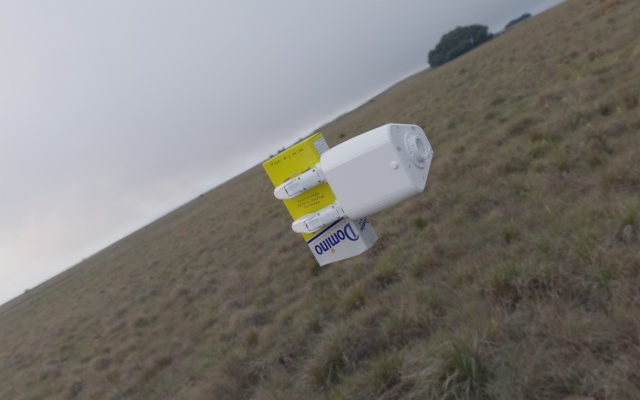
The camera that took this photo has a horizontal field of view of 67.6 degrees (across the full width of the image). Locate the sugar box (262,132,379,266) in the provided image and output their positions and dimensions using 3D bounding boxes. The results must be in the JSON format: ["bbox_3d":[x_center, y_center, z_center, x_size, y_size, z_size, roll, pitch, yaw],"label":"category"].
[{"bbox_3d":[0.000,0.002,0.683,0.093,0.176,0.048,-23,9,36],"label":"sugar box"}]
